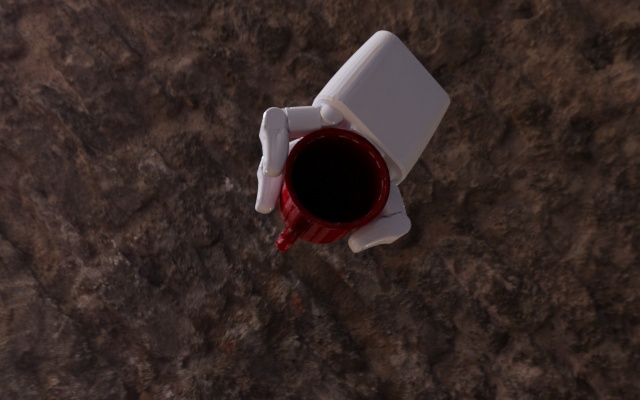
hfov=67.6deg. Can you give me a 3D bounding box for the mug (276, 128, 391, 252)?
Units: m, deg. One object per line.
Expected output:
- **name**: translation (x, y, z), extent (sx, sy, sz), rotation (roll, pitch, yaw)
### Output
- **mug**: translation (-0.001, 0.003, 0.436), extent (0.093, 0.117, 0.081), rotation (37, -23, 1)
